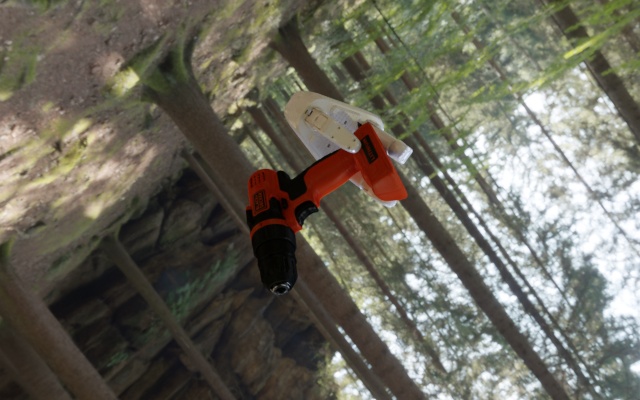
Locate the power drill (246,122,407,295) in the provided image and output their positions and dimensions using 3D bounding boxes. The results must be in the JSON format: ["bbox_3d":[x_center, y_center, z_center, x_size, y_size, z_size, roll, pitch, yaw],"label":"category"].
[{"bbox_3d":[0.000,0.001,0.554,0.187,0.184,0.057,-26,-44,11],"label":"power drill"}]
